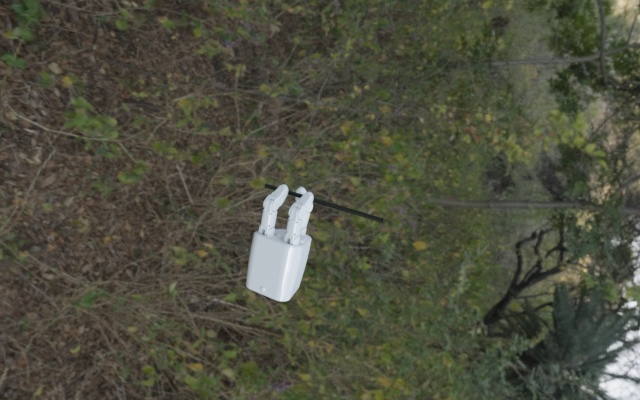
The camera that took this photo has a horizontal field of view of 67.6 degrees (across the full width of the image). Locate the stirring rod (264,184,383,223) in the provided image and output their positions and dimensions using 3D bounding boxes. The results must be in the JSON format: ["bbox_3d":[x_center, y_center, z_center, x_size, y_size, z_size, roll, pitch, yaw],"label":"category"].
[{"bbox_3d":[0.000,0.003,0.854,0.239,0.011,0.011,17,7,25],"label":"stirring rod"}]
